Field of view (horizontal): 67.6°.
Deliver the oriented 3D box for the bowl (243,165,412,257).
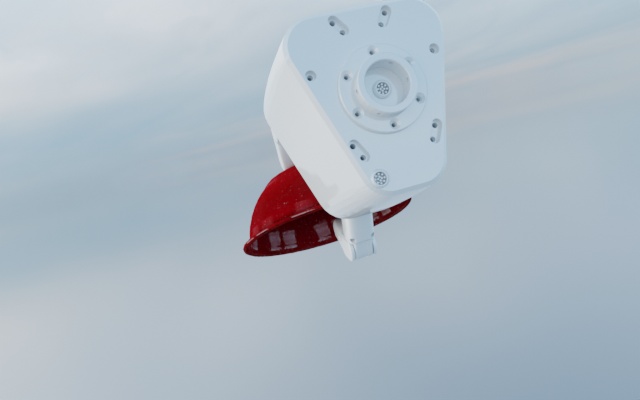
[{"bbox_3d":[-0.001,0.002,0.450,0.162,0.055,0.162,-17,-16,-5],"label":"bowl"}]
